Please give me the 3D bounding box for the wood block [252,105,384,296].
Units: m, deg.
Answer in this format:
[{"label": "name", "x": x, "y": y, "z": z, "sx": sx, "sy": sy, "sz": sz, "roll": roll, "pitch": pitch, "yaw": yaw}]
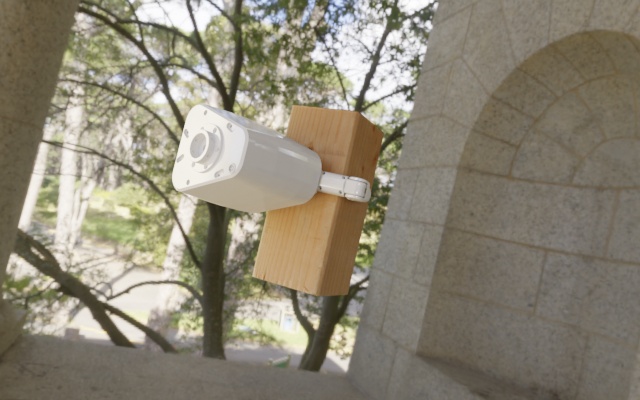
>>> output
[{"label": "wood block", "x": 0.000, "y": 0.002, "z": 0.573, "sx": 0.091, "sy": 0.206, "sz": 0.090, "roll": 11, "pitch": -4, "yaw": 28}]
